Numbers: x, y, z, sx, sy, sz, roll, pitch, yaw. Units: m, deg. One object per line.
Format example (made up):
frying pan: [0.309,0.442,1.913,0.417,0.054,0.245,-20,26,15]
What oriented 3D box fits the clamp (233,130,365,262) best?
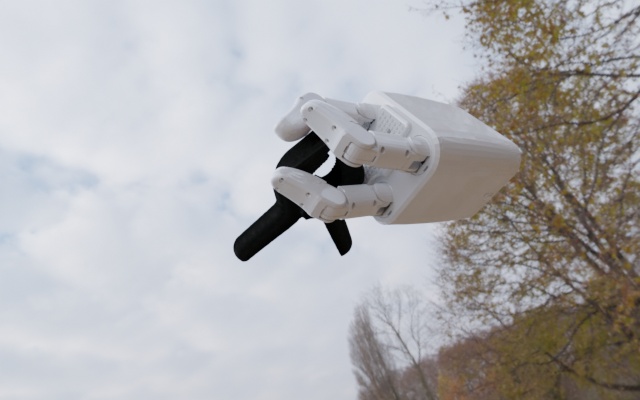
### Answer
clamp: [0.000,0.001,0.431,0.120,0.039,0.172,1,-40,-31]
